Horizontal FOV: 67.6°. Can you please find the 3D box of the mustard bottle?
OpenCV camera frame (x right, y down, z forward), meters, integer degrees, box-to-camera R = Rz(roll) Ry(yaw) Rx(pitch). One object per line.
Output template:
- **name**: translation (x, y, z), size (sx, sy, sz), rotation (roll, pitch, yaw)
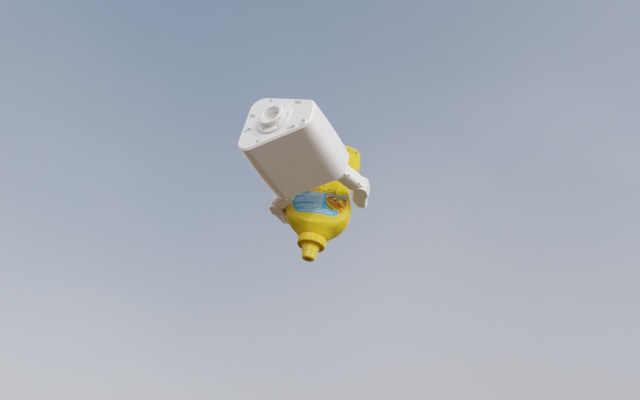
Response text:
- **mustard bottle**: translation (0.000, 0.002, 0.716), size (0.096, 0.191, 0.058), rotation (8, -32, 7)
